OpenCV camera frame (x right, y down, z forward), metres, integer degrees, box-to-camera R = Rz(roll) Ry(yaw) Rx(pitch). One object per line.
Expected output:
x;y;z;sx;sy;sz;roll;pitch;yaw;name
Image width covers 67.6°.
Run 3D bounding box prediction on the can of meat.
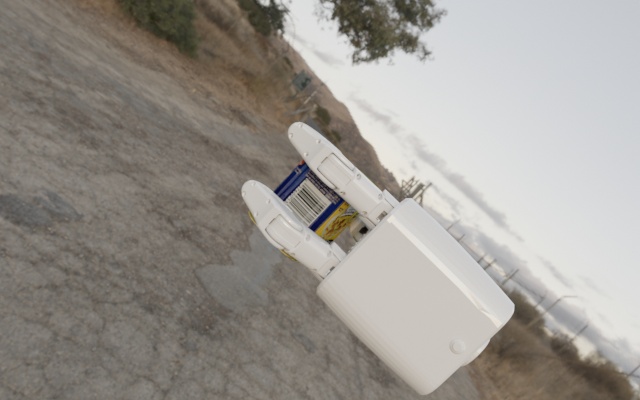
0.000;0.001;0.400;0.057;0.084;0.102;46;7;14;can of meat
